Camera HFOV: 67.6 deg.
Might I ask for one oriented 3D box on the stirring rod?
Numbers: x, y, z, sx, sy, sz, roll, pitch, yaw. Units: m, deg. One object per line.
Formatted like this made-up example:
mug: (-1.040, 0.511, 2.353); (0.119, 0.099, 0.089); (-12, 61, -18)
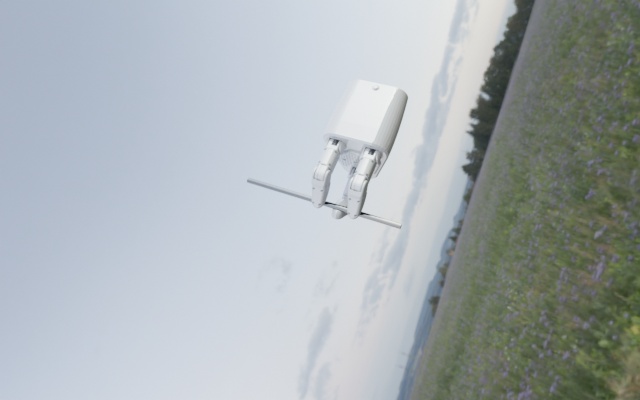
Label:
stirring rod: (0.000, 0.002, 0.687); (0.239, 0.011, 0.011); (17, 5, 18)
